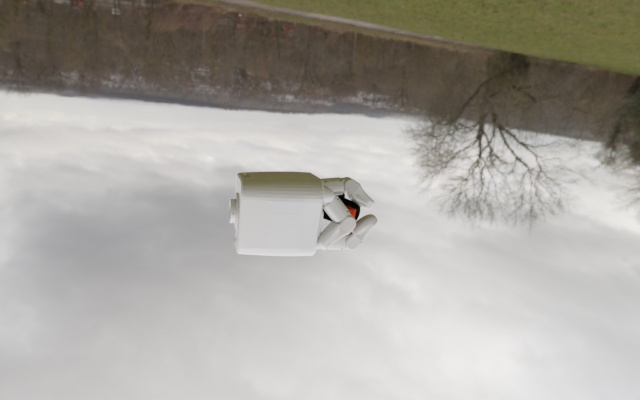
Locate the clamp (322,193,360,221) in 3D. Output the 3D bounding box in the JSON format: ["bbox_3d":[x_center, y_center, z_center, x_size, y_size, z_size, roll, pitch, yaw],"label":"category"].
[{"bbox_3d":[0.000,0.003,0.731,0.120,0.039,0.171,1,10,-14],"label":"clamp"}]
